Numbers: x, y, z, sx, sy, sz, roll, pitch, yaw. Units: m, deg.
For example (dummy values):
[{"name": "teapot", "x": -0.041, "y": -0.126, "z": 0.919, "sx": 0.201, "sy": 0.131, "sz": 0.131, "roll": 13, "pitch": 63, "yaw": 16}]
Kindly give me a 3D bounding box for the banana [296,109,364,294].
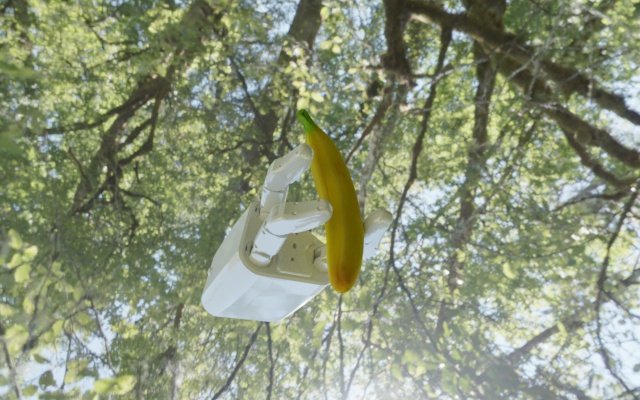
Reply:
[{"name": "banana", "x": 0.011, "y": 0.003, "z": 0.472, "sx": 0.037, "sy": 0.197, "sz": 0.070, "roll": -33, "pitch": -33, "yaw": 29}]
